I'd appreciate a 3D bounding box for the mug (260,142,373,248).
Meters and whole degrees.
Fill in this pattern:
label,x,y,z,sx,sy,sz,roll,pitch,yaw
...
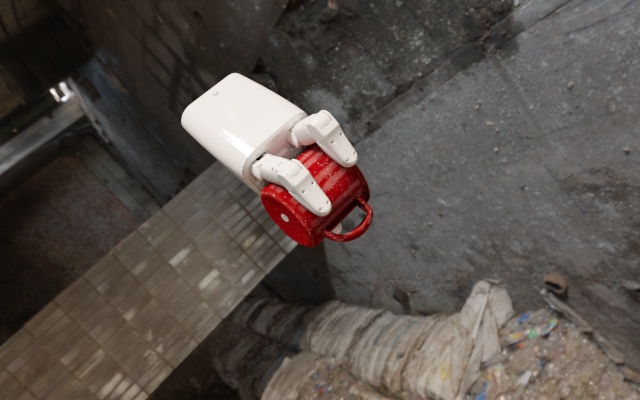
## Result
label,x,y,z,sx,sy,sz,roll,pitch,yaw
mug,0.001,0.003,0.500,0.117,0.081,0.093,36,-23,24
